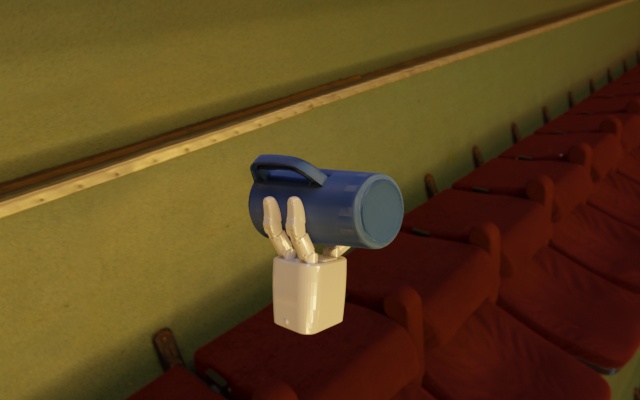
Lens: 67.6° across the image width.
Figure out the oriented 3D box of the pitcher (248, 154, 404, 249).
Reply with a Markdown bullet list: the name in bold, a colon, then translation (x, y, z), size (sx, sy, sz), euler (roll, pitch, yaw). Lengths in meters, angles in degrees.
- **pitcher**: translation (0.000, 0.003, 0.748), size (0.149, 0.145, 0.243), euler (0, 3, -43)
